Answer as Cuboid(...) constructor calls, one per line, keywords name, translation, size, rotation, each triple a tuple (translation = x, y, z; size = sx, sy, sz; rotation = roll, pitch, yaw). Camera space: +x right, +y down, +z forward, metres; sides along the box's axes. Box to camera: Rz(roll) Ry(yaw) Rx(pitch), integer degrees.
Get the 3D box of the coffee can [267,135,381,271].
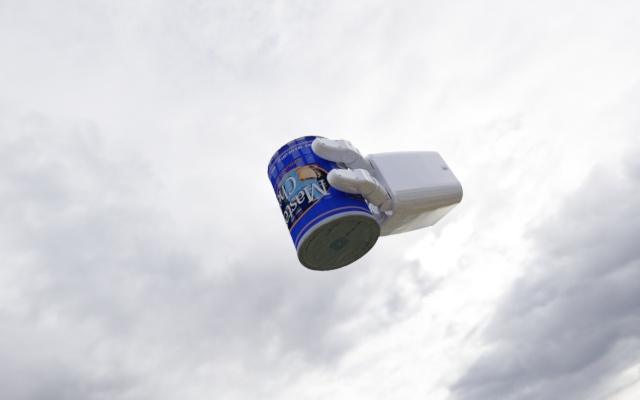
Cuboid(name="coffee can", translation=(0.000, 0.002, 0.597), size=(0.103, 0.140, 0.103), rotation=(-15, -39, -12))
